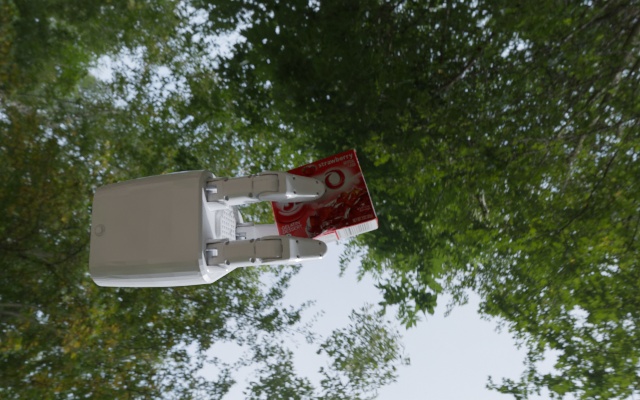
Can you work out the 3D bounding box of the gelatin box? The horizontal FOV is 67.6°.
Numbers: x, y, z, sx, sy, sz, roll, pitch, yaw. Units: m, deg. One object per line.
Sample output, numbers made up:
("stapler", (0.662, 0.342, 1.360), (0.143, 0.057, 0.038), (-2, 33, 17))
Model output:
("gelatin box", (0.000, 0.002, 0.440), (0.089, 0.073, 0.030), (-17, -24, 3))
